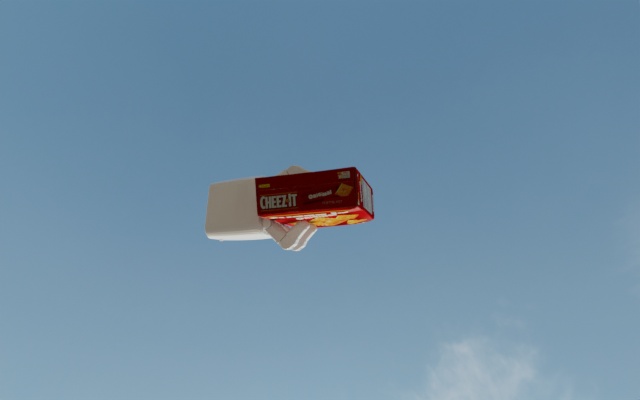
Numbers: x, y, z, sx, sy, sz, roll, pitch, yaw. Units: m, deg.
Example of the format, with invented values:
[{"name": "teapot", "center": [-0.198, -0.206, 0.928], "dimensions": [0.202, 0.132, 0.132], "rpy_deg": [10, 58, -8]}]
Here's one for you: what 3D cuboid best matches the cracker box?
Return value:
[{"name": "cracker box", "center": [0.000, 0.003, 0.831], "dimensions": [0.164, 0.072, 0.214], "rpy_deg": [-6, -9, 12]}]
